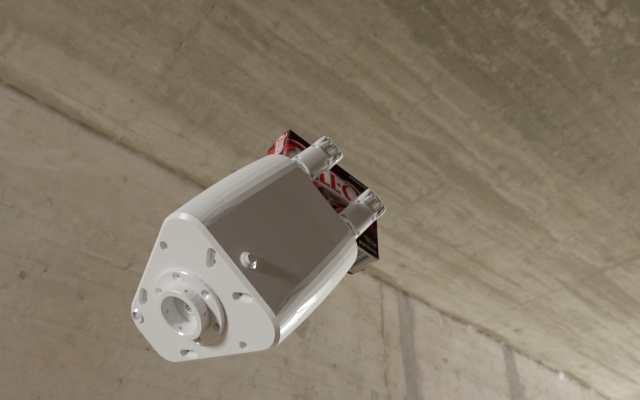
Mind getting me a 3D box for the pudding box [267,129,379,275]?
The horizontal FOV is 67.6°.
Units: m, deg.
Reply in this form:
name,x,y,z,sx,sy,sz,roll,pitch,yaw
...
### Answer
name,x,y,z,sx,sy,sz,roll,pitch,yaw
pudding box,0.000,0.002,0.422,0.113,0.090,0.039,36,-55,-24
